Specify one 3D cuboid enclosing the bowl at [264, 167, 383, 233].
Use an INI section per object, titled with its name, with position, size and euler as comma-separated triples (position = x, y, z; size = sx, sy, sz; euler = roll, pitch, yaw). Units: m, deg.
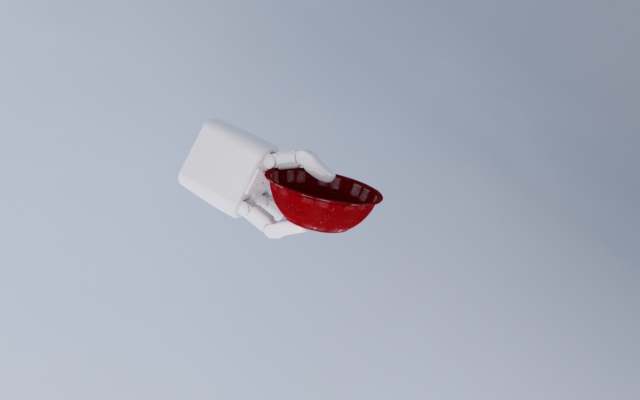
[bowl]
position = 0.001, 0.003, 0.644
size = 0.162, 0.055, 0.162
euler = 11, 15, -3
